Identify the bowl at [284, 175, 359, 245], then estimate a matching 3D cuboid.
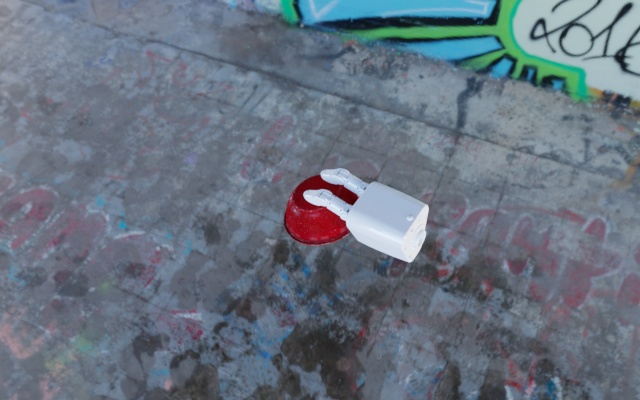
[{"bbox_3d":[-0.001,0.002,0.880,0.162,0.162,0.055,0,-42,23],"label":"bowl"}]
